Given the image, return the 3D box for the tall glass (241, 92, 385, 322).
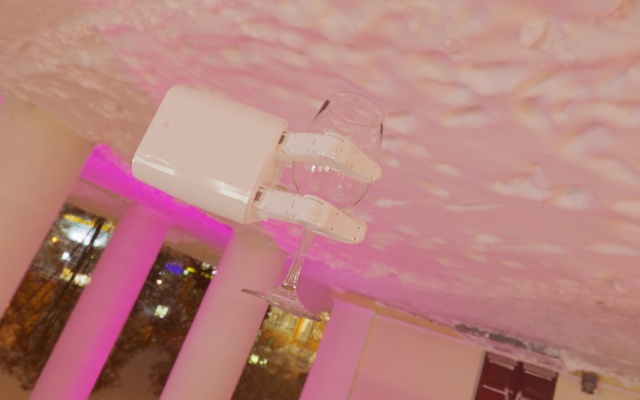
[{"bbox_3d":[0.000,0.002,0.436,0.079,0.201,0.079,19,-16,6],"label":"tall glass"}]
